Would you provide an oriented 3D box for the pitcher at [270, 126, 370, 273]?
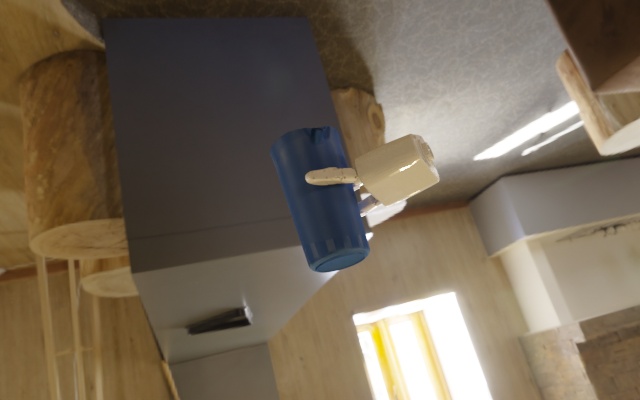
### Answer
[{"bbox_3d":[0.000,0.003,0.855,0.145,0.242,0.149,-25,-23,21],"label":"pitcher"}]
